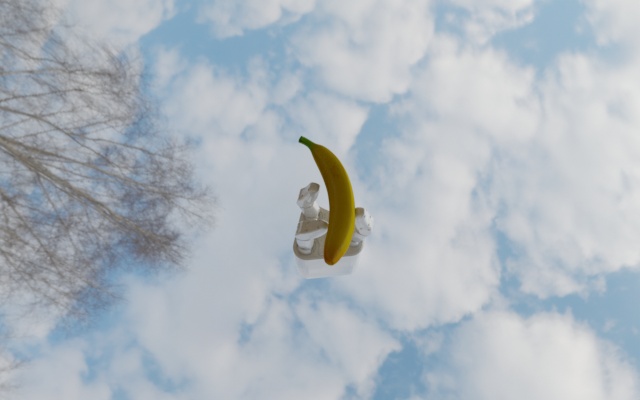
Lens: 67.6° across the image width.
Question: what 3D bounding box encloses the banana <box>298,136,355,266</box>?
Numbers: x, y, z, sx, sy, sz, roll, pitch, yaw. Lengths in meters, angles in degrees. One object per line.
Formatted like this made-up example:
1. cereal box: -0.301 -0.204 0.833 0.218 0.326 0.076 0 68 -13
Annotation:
1. banana: 0.017 -0.002 0.677 0.069 0.197 0.037 -4 -26 -21
